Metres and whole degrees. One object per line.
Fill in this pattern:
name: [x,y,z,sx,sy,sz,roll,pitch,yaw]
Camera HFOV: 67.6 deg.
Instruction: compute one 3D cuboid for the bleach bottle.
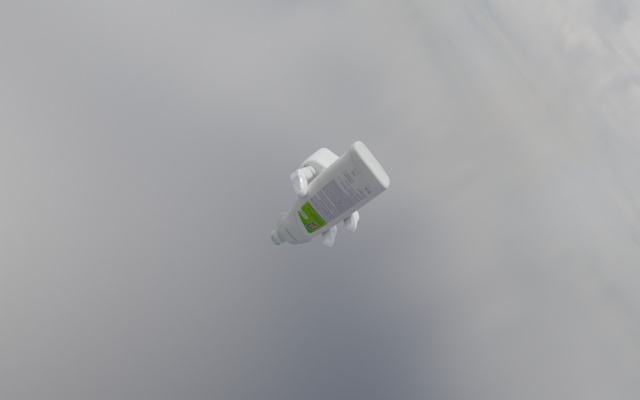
bleach bottle: [0.000,0.003,0.886,0.251,0.102,0.068,-35,8,23]
